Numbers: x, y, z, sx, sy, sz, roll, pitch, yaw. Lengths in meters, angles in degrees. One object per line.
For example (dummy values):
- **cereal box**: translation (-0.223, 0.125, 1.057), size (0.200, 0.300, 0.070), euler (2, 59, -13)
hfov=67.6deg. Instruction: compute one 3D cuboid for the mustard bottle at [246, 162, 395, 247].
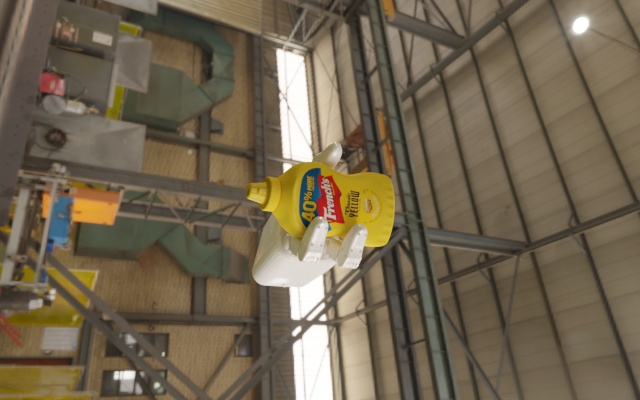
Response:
- **mustard bottle**: translation (0.000, 0.002, 0.598), size (0.191, 0.096, 0.058), euler (9, -9, -26)
